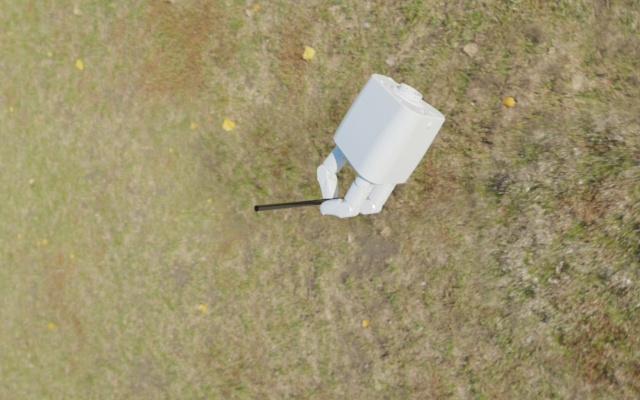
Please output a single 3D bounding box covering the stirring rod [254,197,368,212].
[{"bbox_3d":[0.000,0.002,0.671,0.011,0.011,0.239,0,3,41],"label":"stirring rod"}]
